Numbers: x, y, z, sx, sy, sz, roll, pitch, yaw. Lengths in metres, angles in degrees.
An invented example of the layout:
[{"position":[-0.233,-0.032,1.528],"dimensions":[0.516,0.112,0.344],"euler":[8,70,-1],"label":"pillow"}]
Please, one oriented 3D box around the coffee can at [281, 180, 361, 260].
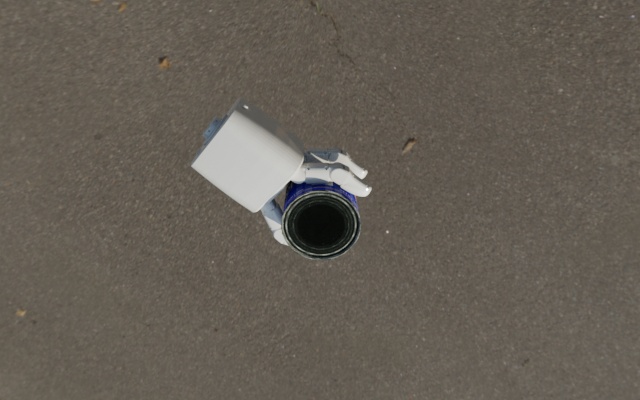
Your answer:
[{"position":[0.000,0.002,0.669],"dimensions":[0.103,0.103,0.140],"euler":[0,27,-1],"label":"coffee can"}]
